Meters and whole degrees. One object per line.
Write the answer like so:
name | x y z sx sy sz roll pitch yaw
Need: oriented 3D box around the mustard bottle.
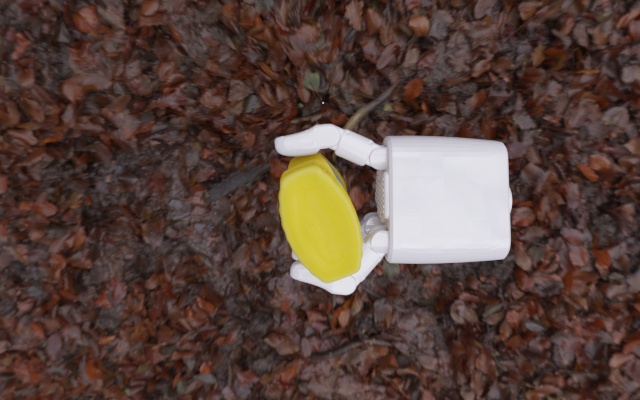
mustard bottle | 0.000 0.002 0.456 0.058 0.096 0.191 -23 11 4
